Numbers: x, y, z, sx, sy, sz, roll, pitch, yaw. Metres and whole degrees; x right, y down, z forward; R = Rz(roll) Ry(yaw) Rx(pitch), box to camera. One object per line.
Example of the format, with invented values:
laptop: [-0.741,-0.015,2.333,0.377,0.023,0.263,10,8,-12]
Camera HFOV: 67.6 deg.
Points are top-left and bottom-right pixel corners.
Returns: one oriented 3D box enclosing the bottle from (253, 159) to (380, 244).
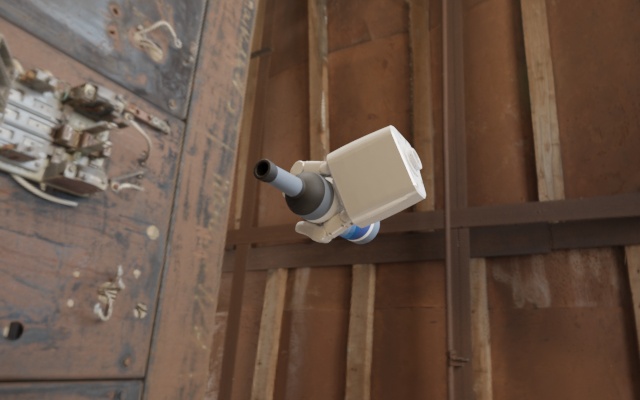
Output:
bottle: [0.000,0.002,0.716,0.069,0.069,0.296,0,-16,31]
